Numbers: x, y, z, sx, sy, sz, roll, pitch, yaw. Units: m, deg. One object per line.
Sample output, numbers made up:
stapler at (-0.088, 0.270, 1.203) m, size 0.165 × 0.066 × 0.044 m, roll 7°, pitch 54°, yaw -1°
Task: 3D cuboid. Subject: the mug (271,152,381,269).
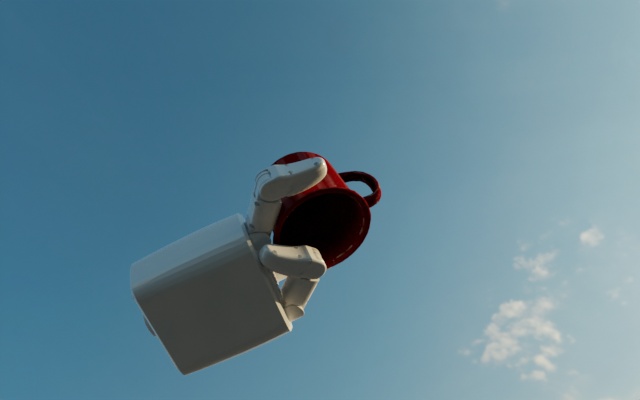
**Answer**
mug at (0.001, 0.001, 0.456) m, size 0.117 × 0.093 × 0.081 m, roll -23°, pitch 40°, yaw -8°
